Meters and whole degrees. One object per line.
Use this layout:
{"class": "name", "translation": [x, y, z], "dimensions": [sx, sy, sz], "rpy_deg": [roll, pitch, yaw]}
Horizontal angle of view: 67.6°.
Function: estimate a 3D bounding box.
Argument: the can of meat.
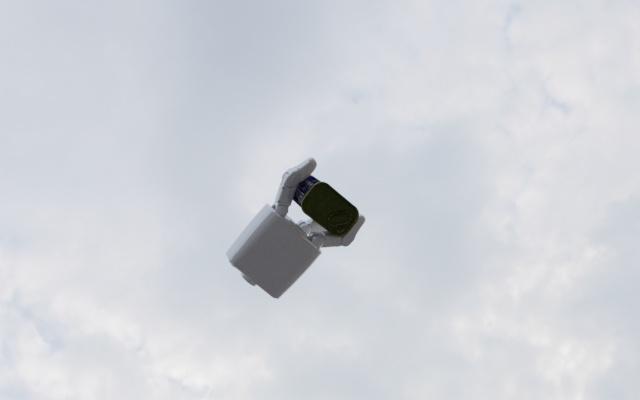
{"class": "can of meat", "translation": [0.000, 0.002, 0.766], "dimensions": [0.102, 0.057, 0.084], "rpy_deg": [38, 0, -30]}
